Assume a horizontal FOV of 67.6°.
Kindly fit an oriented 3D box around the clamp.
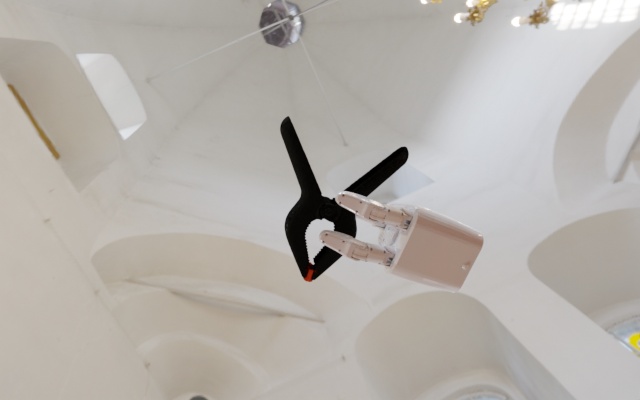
[{"bbox_3d":[0.000,0.002,0.612,0.164,0.210,0.036,20,14,-11],"label":"clamp"}]
